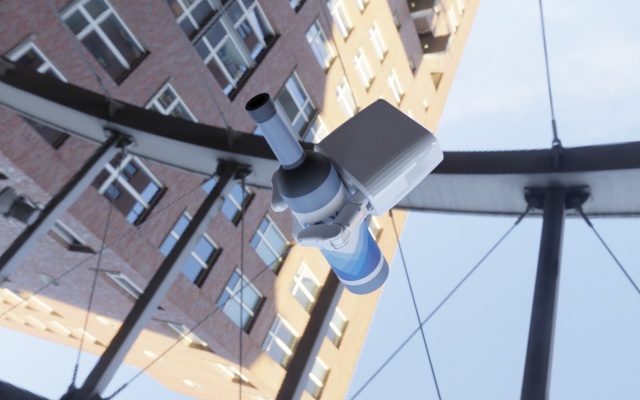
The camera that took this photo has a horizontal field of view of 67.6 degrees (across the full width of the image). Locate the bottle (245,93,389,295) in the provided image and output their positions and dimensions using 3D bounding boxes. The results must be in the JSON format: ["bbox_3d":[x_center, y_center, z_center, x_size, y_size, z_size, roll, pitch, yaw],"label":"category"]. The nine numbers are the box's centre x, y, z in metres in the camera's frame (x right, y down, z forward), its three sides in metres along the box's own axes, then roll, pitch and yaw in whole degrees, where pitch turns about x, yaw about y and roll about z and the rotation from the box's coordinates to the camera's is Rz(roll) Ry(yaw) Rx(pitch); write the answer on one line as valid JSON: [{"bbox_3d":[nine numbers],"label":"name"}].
[{"bbox_3d":[0.000,0.002,0.551,0.069,0.069,0.296,0,-41,34],"label":"bottle"}]
